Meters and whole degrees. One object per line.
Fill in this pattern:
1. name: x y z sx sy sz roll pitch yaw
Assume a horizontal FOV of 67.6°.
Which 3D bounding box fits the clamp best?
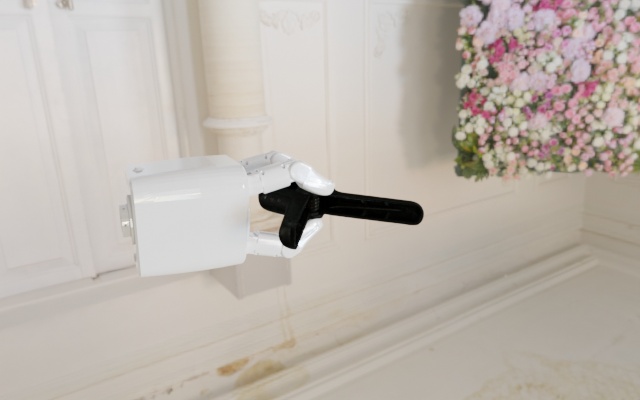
1. clamp: 0.000 0.002 0.539 0.164 0.036 0.210 -5 16 -25
